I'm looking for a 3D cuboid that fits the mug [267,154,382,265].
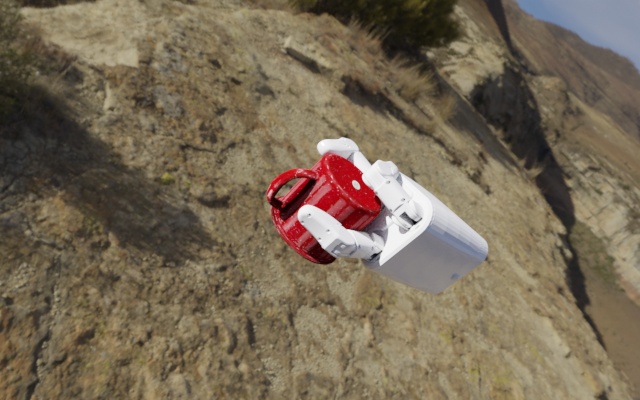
[{"bbox_3d":[-0.001,0.001,0.492,0.117,0.093,0.081,27,-59,-33],"label":"mug"}]
